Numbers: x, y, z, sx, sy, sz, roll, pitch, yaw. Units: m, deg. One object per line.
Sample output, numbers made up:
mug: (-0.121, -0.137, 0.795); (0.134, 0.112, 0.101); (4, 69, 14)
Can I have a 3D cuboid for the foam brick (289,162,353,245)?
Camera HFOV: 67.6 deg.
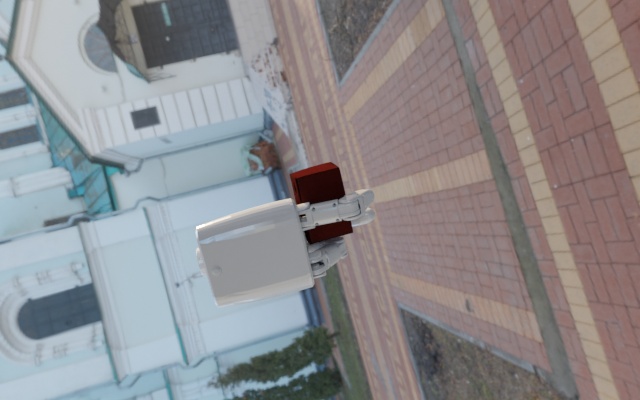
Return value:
foam brick: (0.000, 0.001, 0.539); (0.051, 0.078, 0.053); (-14, 11, -7)
